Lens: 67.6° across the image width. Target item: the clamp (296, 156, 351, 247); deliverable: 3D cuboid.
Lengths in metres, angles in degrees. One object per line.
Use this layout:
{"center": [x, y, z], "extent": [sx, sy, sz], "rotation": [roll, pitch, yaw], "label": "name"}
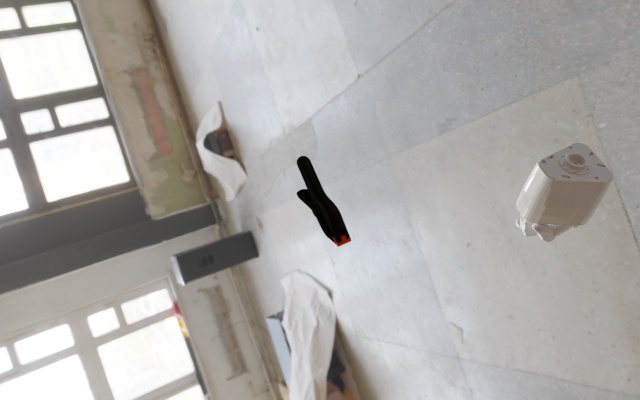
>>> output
{"center": [0.000, 0.003, 0.850], "extent": [0.039, 0.171, 0.120], "rotation": [-30, -36, -14], "label": "clamp"}
